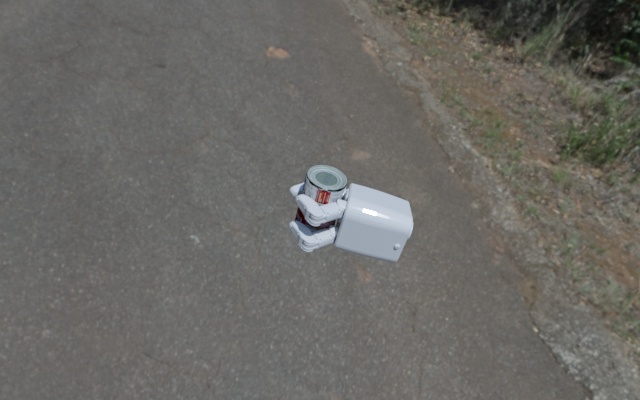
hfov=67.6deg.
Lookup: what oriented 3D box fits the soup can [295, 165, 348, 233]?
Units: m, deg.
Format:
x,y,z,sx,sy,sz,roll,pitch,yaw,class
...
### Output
x,y,z,sx,sy,sz,roll,pitch,yaw,class
0.000,0.002,0.774,0.068,0.102,0.068,10,37,-8,soup can
